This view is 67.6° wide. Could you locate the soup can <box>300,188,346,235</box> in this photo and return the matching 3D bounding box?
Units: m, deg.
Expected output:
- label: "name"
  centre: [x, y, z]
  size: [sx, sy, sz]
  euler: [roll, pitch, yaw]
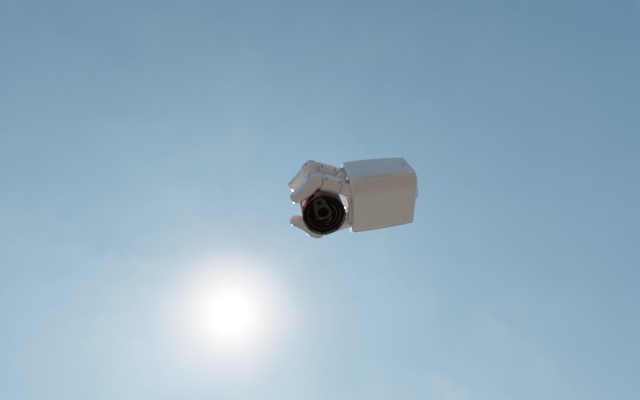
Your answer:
- label: "soup can"
  centre: [0.000, 0.003, 0.781]
  size: [0.068, 0.068, 0.102]
  euler: [0, 24, -8]
